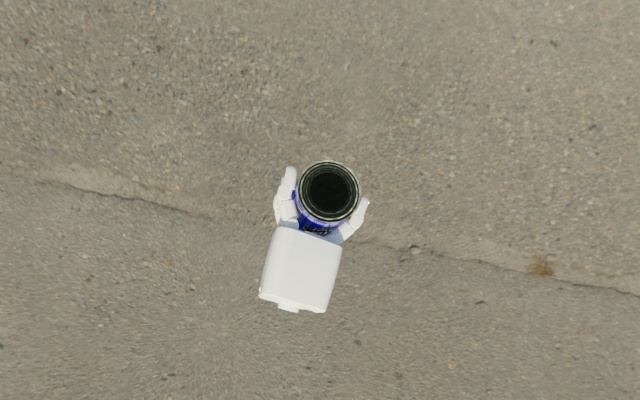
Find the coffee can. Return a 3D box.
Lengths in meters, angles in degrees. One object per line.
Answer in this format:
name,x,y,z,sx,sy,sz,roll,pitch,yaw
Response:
coffee can,0.000,0.003,0.799,0.103,0.102,0.140,0,-15,-12
